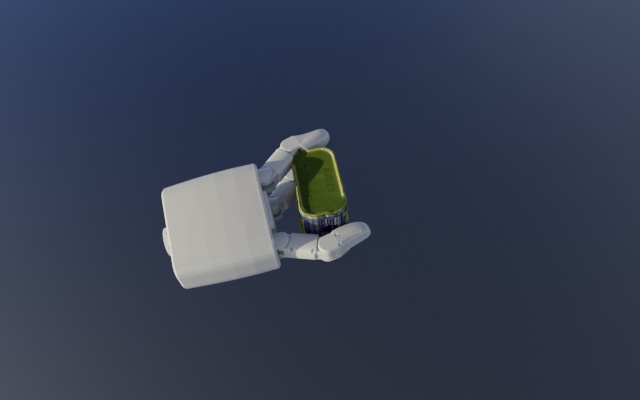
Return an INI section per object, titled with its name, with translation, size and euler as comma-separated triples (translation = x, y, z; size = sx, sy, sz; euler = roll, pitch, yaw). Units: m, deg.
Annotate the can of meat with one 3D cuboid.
[can of meat]
translation = 0.000, 0.002, 0.548
size = 0.057, 0.102, 0.084
euler = -11, -37, -2
